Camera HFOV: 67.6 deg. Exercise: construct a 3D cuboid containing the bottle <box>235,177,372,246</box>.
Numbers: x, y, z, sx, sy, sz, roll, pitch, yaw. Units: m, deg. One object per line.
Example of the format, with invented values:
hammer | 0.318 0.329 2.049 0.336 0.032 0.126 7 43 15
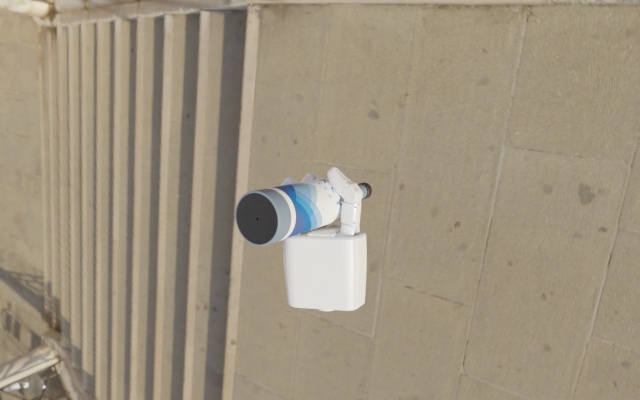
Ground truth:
bottle | 0.000 0.002 0.685 0.069 0.069 0.295 0 8 31
